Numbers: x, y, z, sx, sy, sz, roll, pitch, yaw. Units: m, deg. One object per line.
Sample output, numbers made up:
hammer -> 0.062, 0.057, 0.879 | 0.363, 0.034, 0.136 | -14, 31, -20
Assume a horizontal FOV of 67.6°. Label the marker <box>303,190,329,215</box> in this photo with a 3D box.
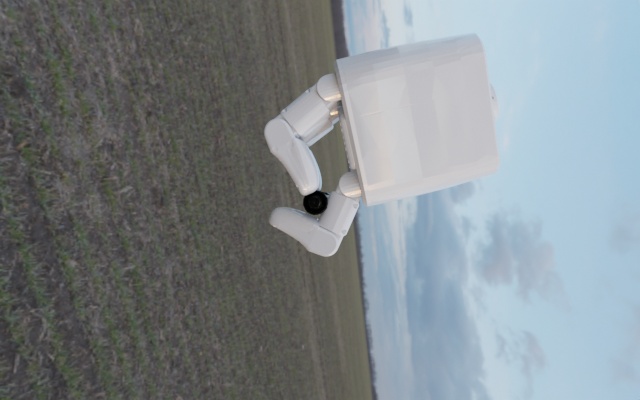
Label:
marker -> 0.000, 0.001, 0.409 | 0.020, 0.020, 0.121 | 0, 0, 4
